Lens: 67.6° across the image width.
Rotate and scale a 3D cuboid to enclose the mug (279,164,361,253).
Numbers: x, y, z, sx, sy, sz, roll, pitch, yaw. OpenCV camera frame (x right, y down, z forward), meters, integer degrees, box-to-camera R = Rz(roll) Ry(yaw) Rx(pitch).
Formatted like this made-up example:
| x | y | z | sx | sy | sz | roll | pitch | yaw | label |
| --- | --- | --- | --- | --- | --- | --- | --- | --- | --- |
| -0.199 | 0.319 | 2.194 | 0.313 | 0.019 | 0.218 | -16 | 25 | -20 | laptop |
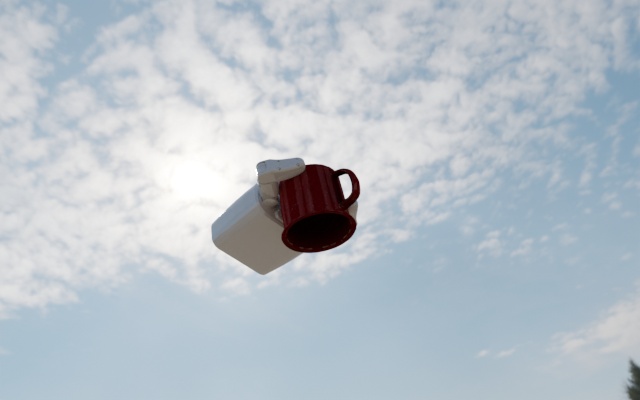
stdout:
| x | y | z | sx | sy | sz | roll | pitch | yaw | label |
| --- | --- | --- | --- | --- | --- | --- | --- | --- | --- |
| 0.001 | 0.001 | 0.597 | 0.117 | 0.081 | 0.093 | -36 | -42 | 29 | mug |
